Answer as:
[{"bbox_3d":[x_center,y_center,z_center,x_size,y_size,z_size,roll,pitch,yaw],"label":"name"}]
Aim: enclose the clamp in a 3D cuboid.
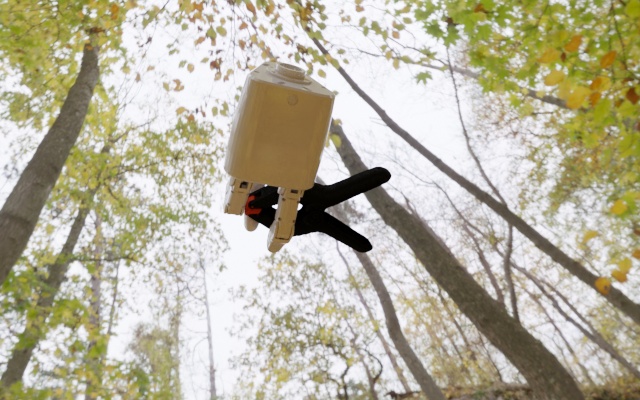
[{"bbox_3d":[0.000,0.002,0.564,0.171,0.120,0.039,10,26,-17],"label":"clamp"}]
